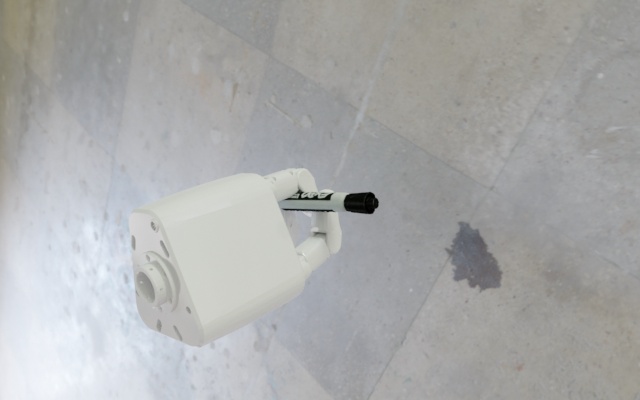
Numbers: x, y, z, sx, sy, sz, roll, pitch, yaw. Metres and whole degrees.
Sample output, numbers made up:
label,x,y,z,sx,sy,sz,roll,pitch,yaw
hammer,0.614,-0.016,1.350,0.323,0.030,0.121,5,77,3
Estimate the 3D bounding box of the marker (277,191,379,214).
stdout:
label,x,y,z,sx,sy,sz,roll,pitch,yaw
marker,0.000,0.001,0.429,0.121,0.020,0.020,2,1,41
